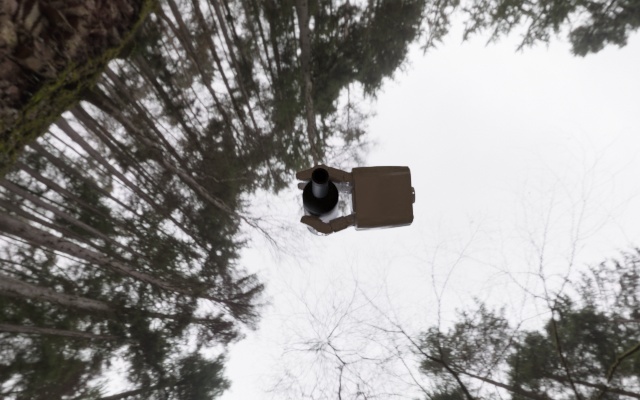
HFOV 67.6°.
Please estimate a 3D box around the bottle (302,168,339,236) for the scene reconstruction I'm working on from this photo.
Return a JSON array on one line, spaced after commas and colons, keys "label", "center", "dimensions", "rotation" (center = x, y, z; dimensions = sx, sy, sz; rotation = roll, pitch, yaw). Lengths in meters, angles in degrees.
[{"label": "bottle", "center": [0.000, 0.003, 0.886], "dimensions": [0.069, 0.069, 0.296], "rotation": [0, -16, 0]}]
